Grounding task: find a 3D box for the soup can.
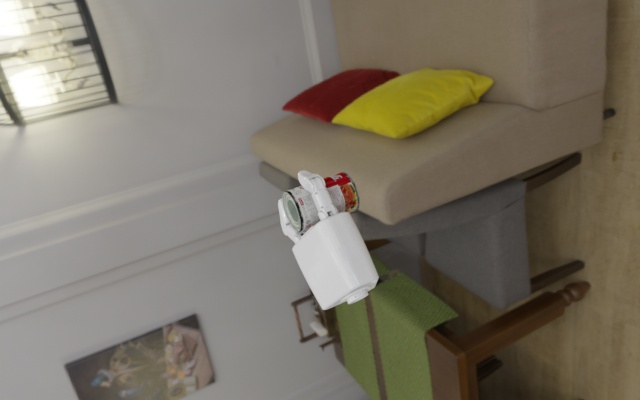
[{"bbox_3d":[0.000,0.002,0.742,0.102,0.068,0.068,-19,7,-21],"label":"soup can"}]
